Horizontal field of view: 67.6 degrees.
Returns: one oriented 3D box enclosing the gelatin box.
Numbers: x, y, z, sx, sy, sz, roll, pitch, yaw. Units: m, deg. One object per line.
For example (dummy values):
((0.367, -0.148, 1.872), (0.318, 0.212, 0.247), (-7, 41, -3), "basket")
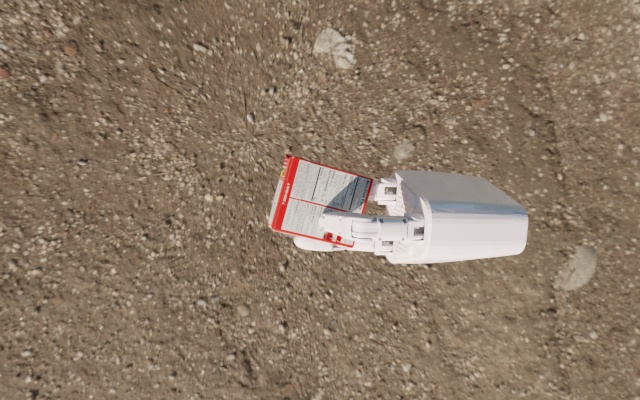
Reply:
((0.000, 0.002, 0.471), (0.089, 0.073, 0.030), (14, 3, -19), "gelatin box")
